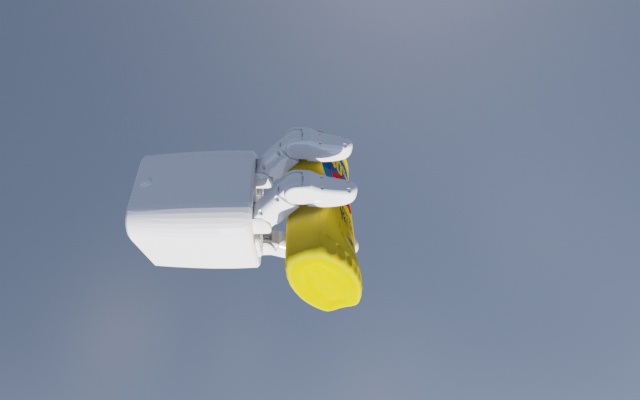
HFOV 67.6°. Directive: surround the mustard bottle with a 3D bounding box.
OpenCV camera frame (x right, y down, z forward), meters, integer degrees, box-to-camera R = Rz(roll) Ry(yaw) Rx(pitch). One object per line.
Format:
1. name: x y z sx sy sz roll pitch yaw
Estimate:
1. mustard bottle: 0.000 0.002 0.462 0.058 0.191 0.096 -17 -43 16
